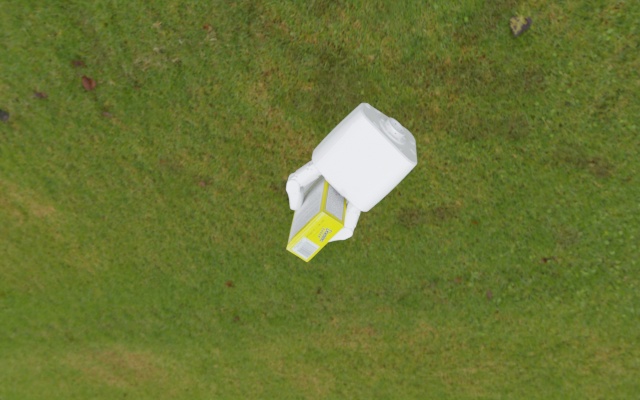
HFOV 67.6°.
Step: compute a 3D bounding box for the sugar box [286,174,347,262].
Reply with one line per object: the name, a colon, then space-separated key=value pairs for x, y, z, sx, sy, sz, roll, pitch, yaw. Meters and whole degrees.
sugar box: x=0.001 y=0.003 z=0.741 sx=0.048 sy=0.093 sz=0.176 roll=36 pitch=33 yaw=-15
